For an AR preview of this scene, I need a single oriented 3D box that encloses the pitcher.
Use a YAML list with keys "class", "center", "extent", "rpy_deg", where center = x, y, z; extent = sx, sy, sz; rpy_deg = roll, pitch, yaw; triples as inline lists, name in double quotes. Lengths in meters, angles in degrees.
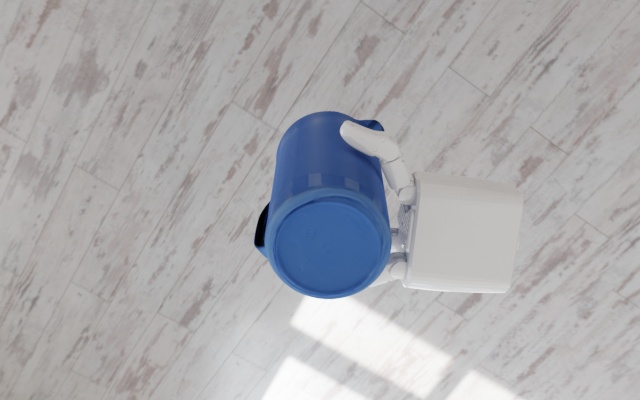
- class: "pitcher"
  center: [0.000, 0.002, 0.508]
  extent: [0.145, 0.149, 0.242]
  rpy_deg: [6, 22, -1]
